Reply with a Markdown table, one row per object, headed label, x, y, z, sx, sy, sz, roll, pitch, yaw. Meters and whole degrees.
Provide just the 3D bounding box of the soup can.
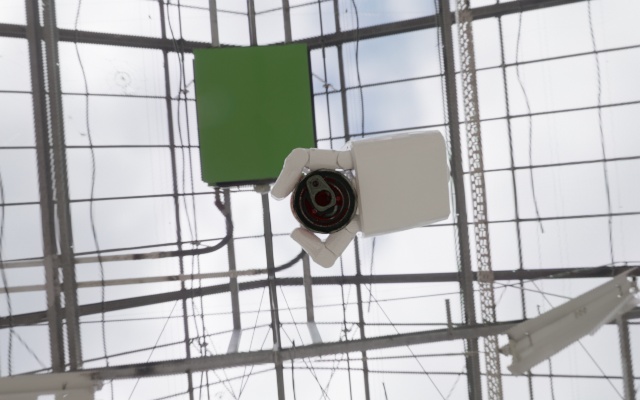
| label | x | y | z | sx | sy | sz | roll | pitch | yaw |
| --- | --- | --- | --- | --- | --- | --- | --- | --- | --- |
| soup can | 0.000 | 0.002 | 0.538 | 0.068 | 0.068 | 0.102 | 0 | -1 | -6 |
